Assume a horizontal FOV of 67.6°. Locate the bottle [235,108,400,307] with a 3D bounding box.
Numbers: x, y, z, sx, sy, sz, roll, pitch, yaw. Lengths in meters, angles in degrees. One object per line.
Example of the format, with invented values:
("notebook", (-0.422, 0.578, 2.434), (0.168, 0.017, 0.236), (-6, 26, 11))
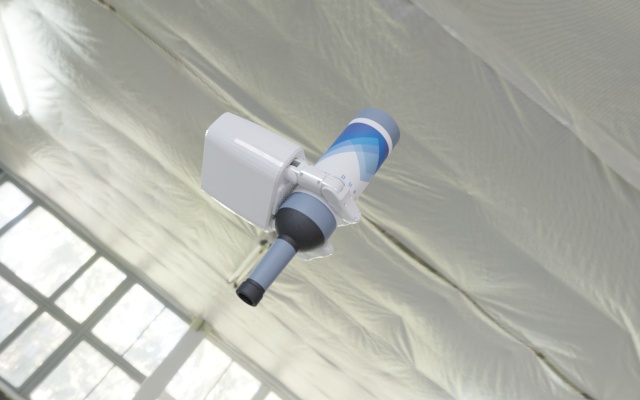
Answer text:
("bottle", (0.000, 0.002, 0.567), (0.069, 0.069, 0.295), (0, 43, 46))
